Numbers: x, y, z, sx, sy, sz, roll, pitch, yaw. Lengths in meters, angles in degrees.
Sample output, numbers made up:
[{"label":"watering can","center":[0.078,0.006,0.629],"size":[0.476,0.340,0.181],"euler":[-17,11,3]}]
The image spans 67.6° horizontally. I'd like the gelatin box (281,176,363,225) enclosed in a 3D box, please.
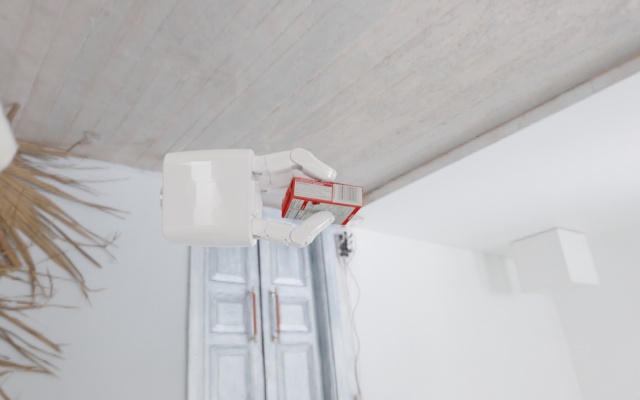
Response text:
[{"label":"gelatin box","center":[0.000,0.002,0.592],"size":[0.089,0.030,0.073],"euler":[8,-23,-11]}]
